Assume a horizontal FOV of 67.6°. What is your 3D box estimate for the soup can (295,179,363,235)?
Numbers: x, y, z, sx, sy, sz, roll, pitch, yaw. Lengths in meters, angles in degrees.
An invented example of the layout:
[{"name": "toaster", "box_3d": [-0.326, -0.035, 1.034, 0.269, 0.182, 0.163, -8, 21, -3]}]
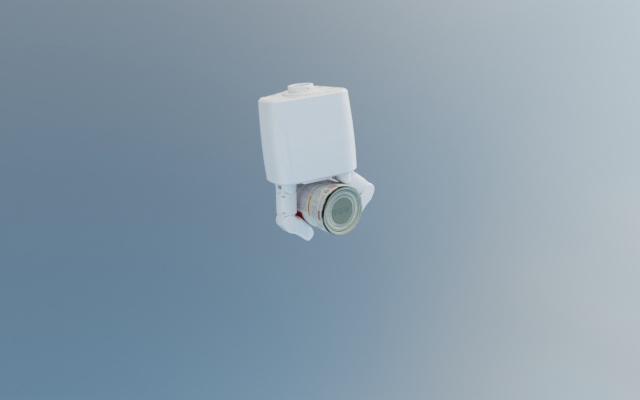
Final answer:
[{"name": "soup can", "box_3d": [0.000, 0.003, 0.649, 0.068, 0.068, 0.102, 0, 13, -38]}]
